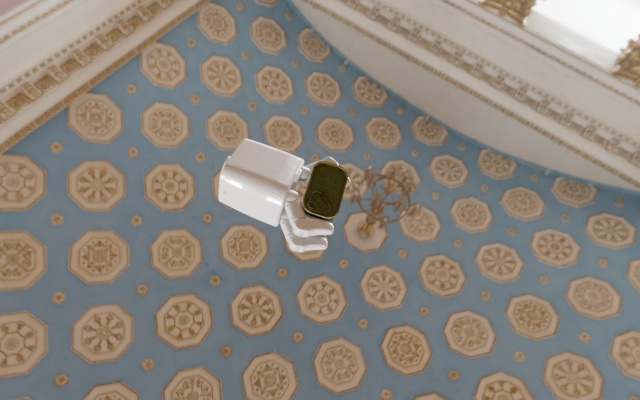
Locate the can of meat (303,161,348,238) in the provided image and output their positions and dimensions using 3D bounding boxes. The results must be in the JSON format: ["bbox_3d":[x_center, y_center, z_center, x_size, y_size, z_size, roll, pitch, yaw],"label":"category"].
[{"bbox_3d":[0.000,0.003,0.768,0.057,0.102,0.084,18,-34,-3],"label":"can of meat"}]
